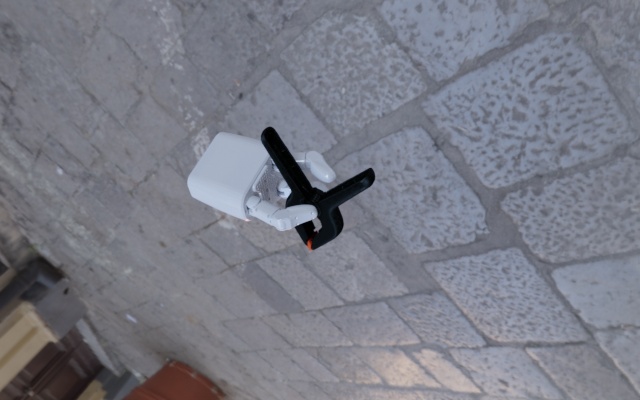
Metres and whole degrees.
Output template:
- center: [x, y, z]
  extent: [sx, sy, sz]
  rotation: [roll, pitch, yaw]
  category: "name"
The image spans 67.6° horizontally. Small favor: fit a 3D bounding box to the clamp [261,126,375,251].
- center: [0.000, 0.003, 0.673]
  extent: [0.164, 0.210, 0.036]
  rotation: [21, 51, 24]
  category: "clamp"
